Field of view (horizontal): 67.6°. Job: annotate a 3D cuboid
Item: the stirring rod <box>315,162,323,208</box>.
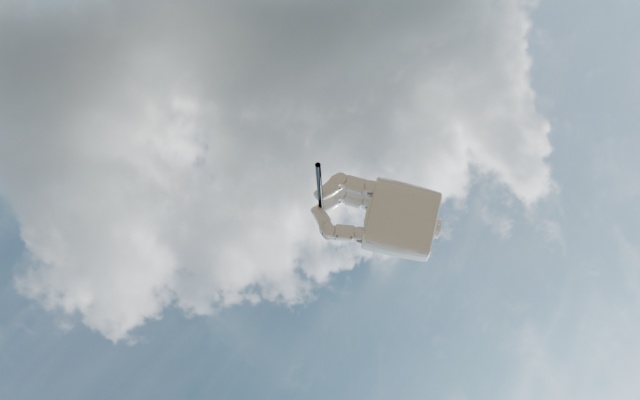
[{"bbox_3d":[0.000,0.003,0.758,0.011,0.011,0.240,0,-25,2],"label":"stirring rod"}]
